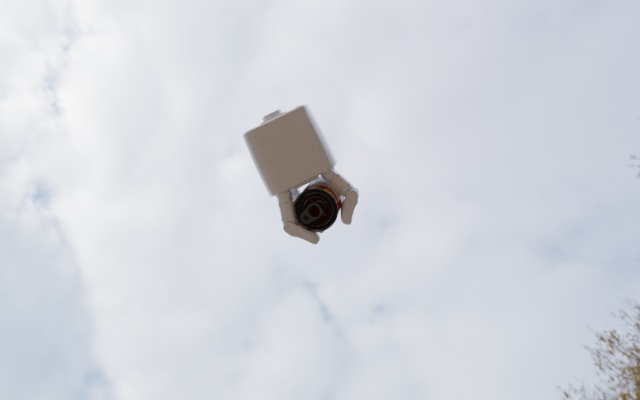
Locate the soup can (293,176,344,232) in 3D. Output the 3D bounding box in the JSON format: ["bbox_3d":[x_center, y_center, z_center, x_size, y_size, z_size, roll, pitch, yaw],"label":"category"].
[{"bbox_3d":[0.000,0.003,0.757,0.068,0.068,0.102,0,14,9],"label":"soup can"}]
